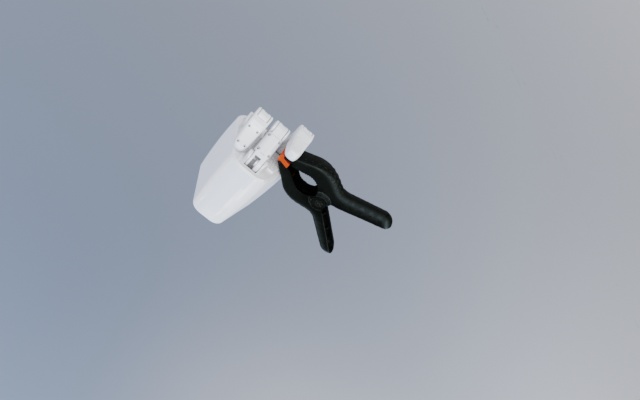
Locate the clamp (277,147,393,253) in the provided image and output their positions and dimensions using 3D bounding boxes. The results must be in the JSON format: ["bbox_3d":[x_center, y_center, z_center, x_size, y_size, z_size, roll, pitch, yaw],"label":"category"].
[{"bbox_3d":[0.000,0.002,0.643,0.120,0.171,0.039,-40,13,33],"label":"clamp"}]
